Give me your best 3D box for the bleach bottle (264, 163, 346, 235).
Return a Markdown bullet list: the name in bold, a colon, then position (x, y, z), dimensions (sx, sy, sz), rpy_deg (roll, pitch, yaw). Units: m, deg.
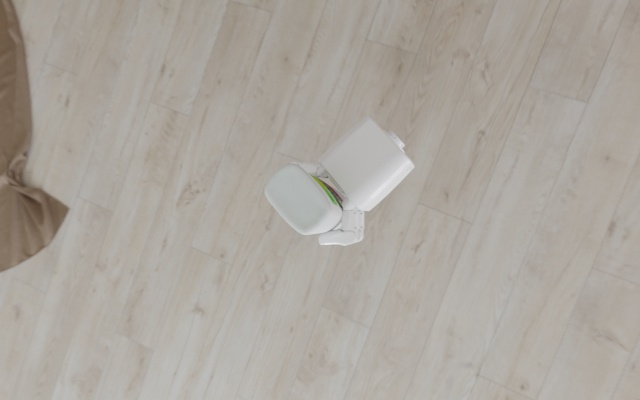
- **bleach bottle**: position (0.000, 0.003, 0.771), dimensions (0.068, 0.102, 0.251), rpy_deg (-43, -11, 10)
